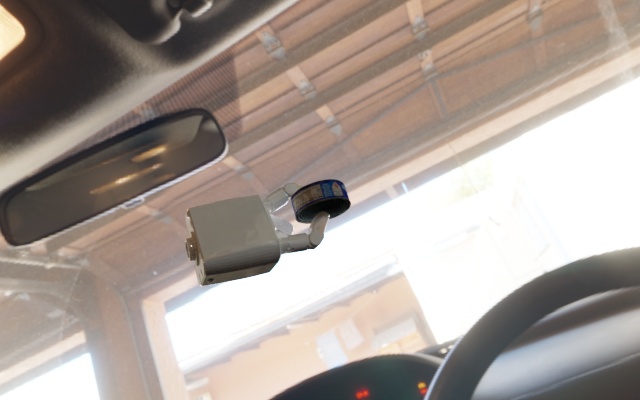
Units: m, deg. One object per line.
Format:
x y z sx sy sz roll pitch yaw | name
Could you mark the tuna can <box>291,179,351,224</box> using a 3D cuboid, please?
0.000 0.002 0.711 0.086 0.033 0.086 -15 -21 -6 | tuna can
